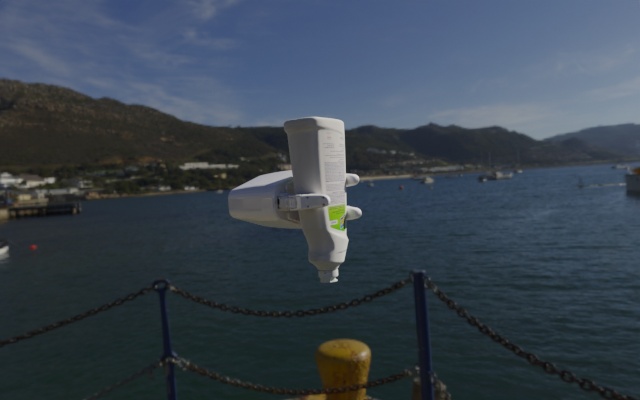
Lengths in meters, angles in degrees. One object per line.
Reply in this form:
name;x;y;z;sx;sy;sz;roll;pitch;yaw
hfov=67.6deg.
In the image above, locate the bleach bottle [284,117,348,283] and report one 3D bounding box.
bleach bottle;0.000;0.002;0.738;0.068;0.251;0.102;-2;3;35
